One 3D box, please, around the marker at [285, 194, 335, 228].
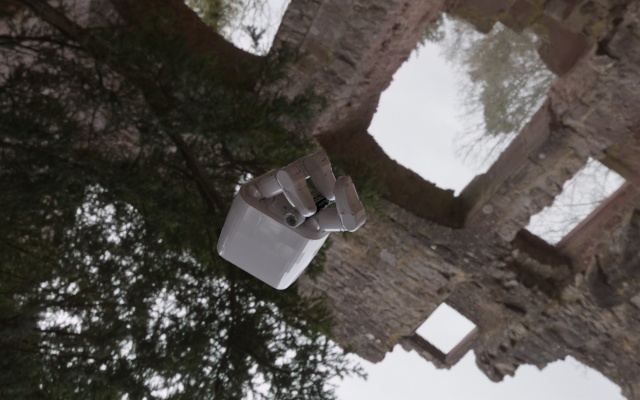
[{"bbox_3d":[0.000,0.002,0.568,0.020,0.020,0.121,0,19,34],"label":"marker"}]
